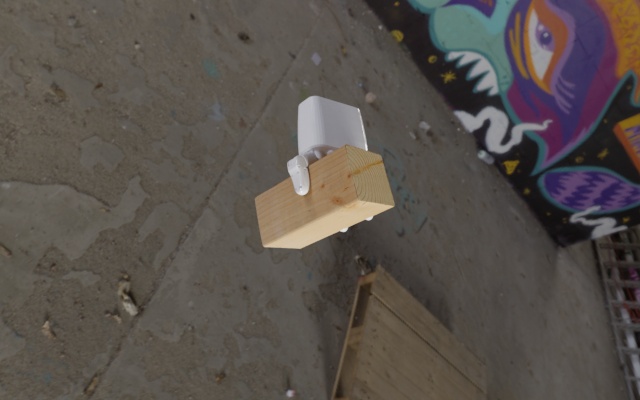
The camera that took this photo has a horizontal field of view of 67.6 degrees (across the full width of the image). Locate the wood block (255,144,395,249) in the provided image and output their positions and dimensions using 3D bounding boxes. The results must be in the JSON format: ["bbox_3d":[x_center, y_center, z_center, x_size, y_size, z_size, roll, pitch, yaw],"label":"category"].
[{"bbox_3d":[0.000,0.002,0.757,0.206,0.090,0.091,-28,-25,37],"label":"wood block"}]
